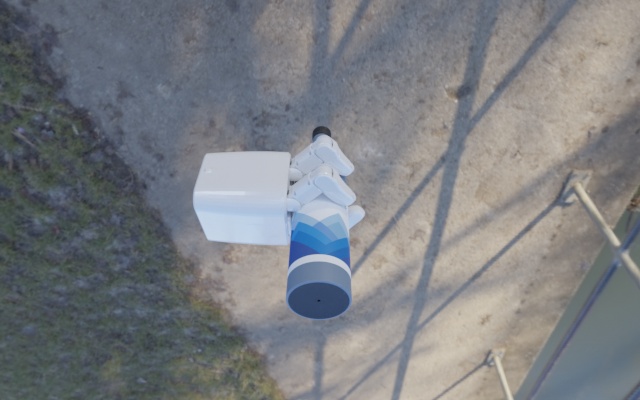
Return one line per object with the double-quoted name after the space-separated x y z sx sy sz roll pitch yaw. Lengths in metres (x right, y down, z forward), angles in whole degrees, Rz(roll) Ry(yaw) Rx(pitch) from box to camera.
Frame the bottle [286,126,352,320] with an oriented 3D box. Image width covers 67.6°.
0.000 0.002 0.586 0.069 0.069 0.295 0 42 1 "bottle"
